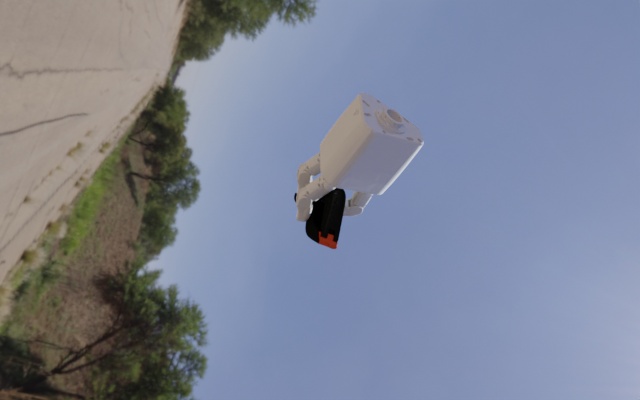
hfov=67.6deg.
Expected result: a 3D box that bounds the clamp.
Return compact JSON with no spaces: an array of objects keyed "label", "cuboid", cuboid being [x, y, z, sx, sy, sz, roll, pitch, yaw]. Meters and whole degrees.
[{"label":"clamp","cuboid":[0.001,0.003,0.749,0.036,0.209,0.165,20,-49,-19]}]
